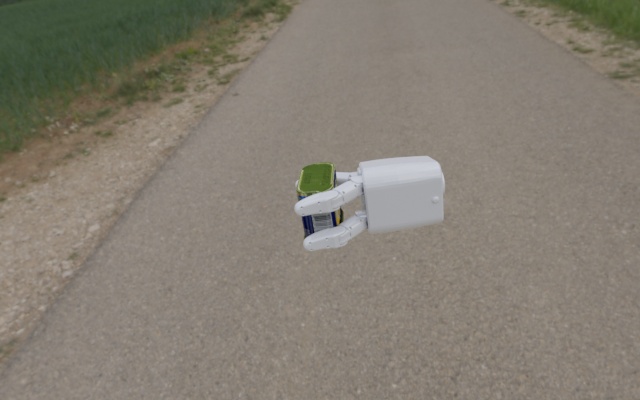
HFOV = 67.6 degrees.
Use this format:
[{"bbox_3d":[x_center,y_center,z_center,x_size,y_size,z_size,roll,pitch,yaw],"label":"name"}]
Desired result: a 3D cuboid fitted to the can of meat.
[{"bbox_3d":[0.000,0.002,0.688,0.057,0.084,0.102,-6,28,6],"label":"can of meat"}]
